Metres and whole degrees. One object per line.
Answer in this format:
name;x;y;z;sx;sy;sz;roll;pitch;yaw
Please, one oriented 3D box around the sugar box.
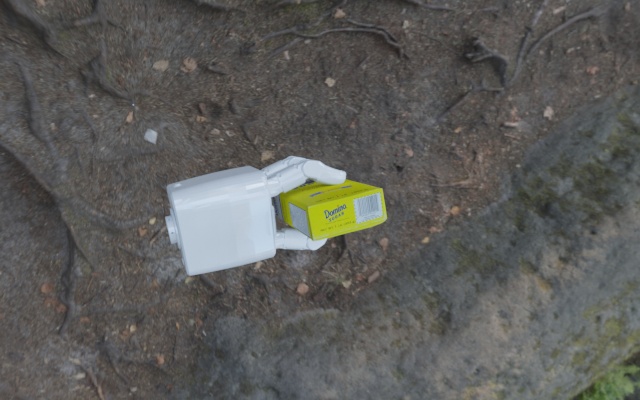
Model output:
sugar box;0.000;0.001;0.596;0.093;0.048;0.176;-13;15;-19
